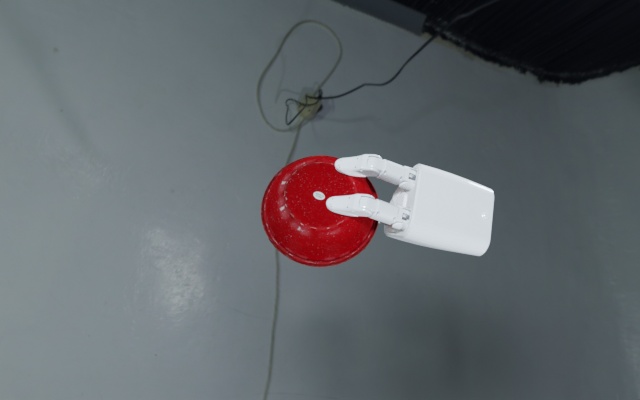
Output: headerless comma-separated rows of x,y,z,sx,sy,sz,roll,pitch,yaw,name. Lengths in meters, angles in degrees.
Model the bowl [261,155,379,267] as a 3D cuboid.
-0.001,0.002,0.625,0.162,0.162,0.055,0,-21,0,bowl
